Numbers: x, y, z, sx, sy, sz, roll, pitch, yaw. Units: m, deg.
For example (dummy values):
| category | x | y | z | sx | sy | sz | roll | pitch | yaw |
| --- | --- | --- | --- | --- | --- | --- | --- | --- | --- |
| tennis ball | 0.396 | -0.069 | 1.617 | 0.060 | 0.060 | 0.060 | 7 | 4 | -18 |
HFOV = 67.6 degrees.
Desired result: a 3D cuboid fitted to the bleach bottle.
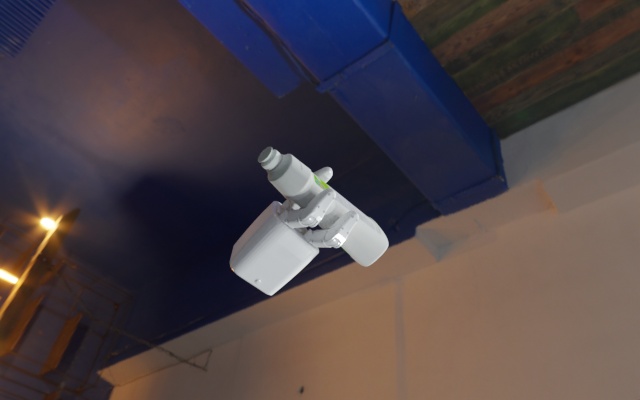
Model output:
| category | x | y | z | sx | sy | sz | roll | pitch | yaw |
| --- | --- | --- | --- | --- | --- | --- | --- | --- | --- |
| bleach bottle | 0.000 | 0.002 | 0.743 | 0.251 | 0.068 | 0.102 | 41 | 7 | -30 |
